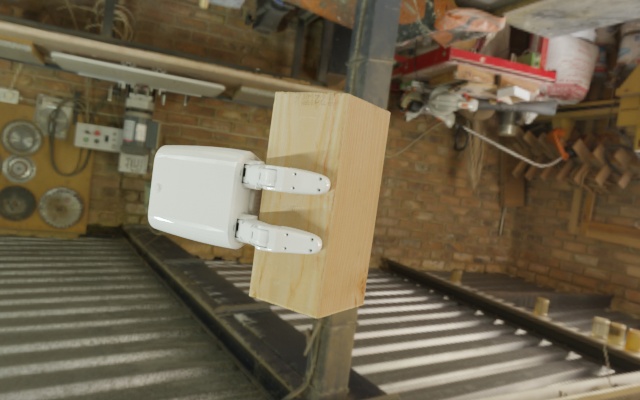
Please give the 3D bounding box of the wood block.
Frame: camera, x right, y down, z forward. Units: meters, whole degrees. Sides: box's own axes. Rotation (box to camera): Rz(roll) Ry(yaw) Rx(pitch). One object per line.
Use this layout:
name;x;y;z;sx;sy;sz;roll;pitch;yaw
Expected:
wood block;0.000;0.002;0.490;0.090;0.206;0.091;10;4;33
